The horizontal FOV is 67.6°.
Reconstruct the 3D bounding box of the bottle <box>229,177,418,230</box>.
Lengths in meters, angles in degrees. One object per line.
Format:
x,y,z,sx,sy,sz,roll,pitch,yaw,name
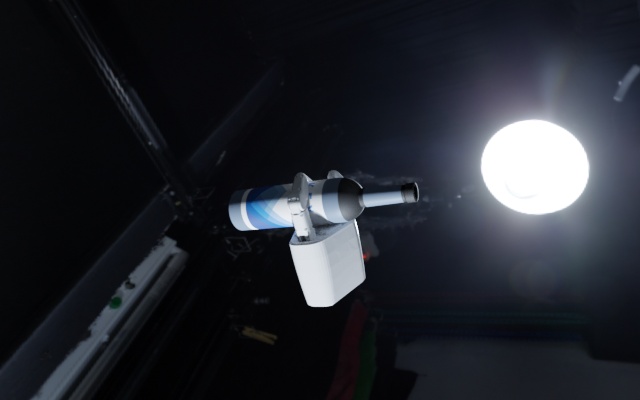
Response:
0.000,0.002,0.722,0.296,0.069,0.069,-6,-3,26,bottle
